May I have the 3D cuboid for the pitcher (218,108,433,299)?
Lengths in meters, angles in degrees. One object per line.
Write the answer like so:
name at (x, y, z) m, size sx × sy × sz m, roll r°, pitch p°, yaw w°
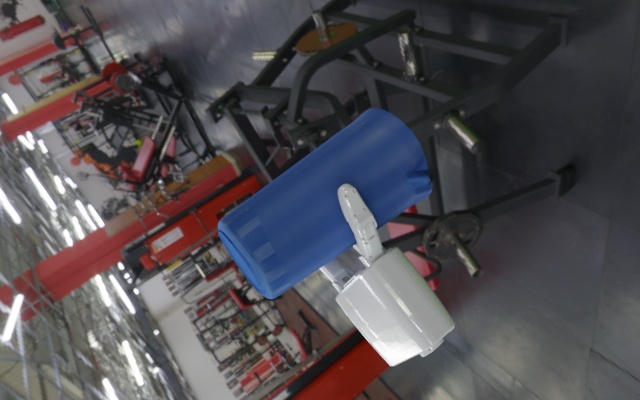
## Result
pitcher at (0.000, 0.002, 0.578) m, size 0.243 × 0.145 × 0.149 m, roll -35°, pitch -11°, yaw -18°
